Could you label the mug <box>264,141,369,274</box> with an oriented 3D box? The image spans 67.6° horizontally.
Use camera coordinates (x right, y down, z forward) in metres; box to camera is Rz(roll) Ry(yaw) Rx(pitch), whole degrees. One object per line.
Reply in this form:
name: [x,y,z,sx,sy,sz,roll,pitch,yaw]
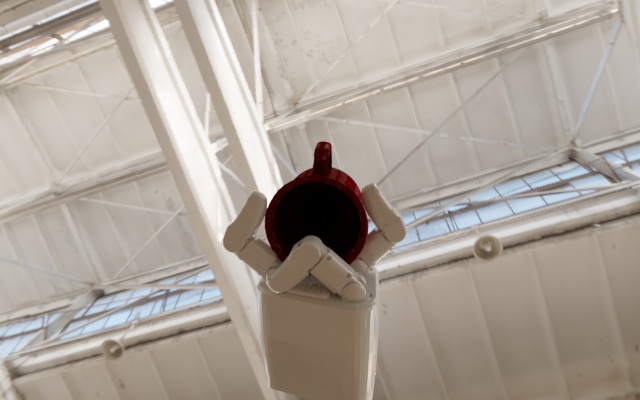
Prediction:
mug: [0.000,0.000,0.458,0.093,0.117,0.081,2,15,6]
